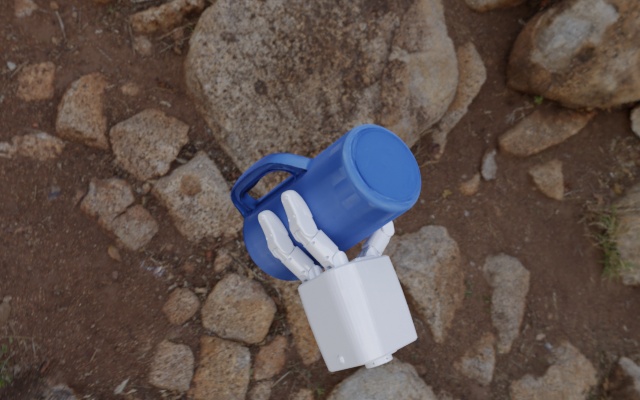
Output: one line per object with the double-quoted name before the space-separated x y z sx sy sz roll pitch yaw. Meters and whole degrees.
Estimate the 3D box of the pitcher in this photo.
"pitcher" 0.000 0.002 0.601 0.149 0.145 0.243 -7 -19 -37
